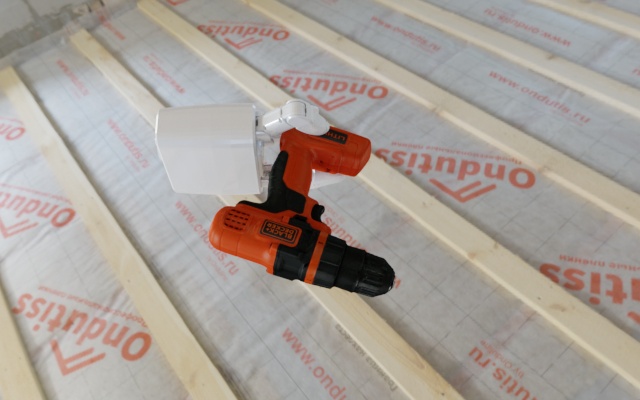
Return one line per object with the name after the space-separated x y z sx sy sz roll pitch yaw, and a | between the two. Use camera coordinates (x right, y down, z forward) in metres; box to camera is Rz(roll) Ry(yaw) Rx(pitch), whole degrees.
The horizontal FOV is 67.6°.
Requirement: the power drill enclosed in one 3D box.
0.000 0.001 0.503 0.184 0.187 0.057 19 -41 1 | power drill
